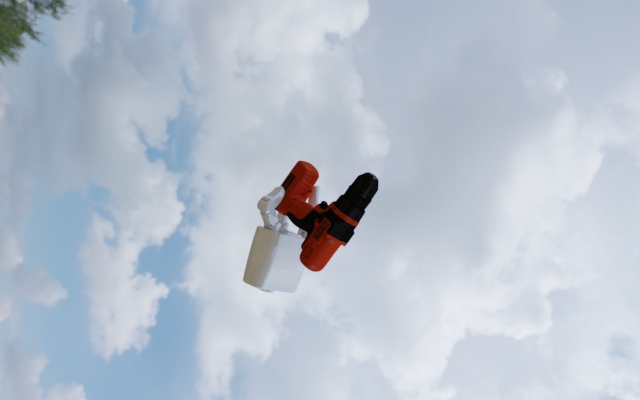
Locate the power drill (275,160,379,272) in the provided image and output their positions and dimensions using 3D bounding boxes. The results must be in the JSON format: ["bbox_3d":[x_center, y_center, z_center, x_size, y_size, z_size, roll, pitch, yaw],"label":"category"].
[{"bbox_3d":[0.000,0.003,0.812,0.057,0.184,0.187,30,10,-38],"label":"power drill"}]
